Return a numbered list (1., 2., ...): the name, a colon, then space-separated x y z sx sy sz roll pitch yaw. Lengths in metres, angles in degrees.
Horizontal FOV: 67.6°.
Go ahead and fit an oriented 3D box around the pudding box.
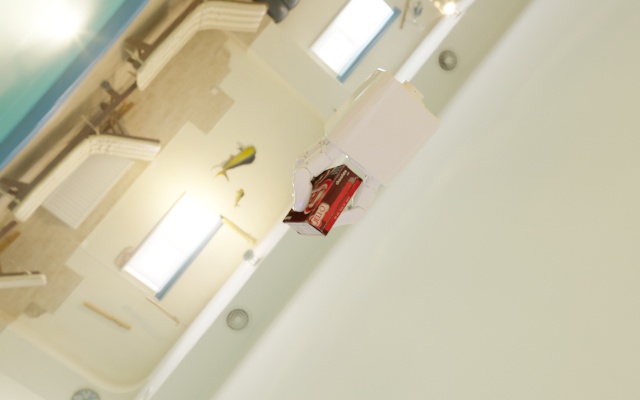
1. pudding box: 0.000 0.002 0.638 0.039 0.090 0.113 38 -15 -12
